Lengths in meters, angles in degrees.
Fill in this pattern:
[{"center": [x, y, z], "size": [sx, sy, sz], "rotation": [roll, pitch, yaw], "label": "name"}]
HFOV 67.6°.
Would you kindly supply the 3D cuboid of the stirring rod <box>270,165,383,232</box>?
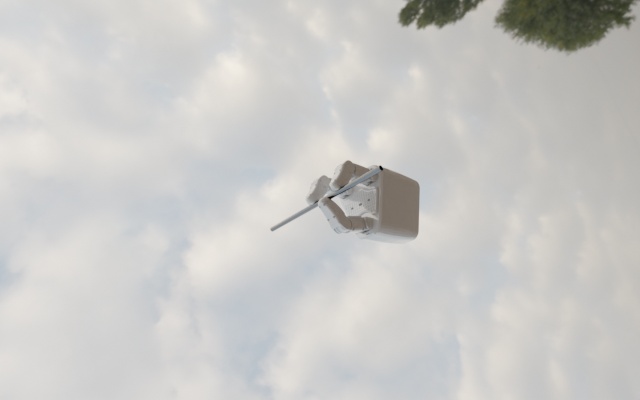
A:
[{"center": [0.000, 0.002, 0.706], "size": [0.011, 0.011, 0.239], "rotation": [0, -22, -45], "label": "stirring rod"}]
